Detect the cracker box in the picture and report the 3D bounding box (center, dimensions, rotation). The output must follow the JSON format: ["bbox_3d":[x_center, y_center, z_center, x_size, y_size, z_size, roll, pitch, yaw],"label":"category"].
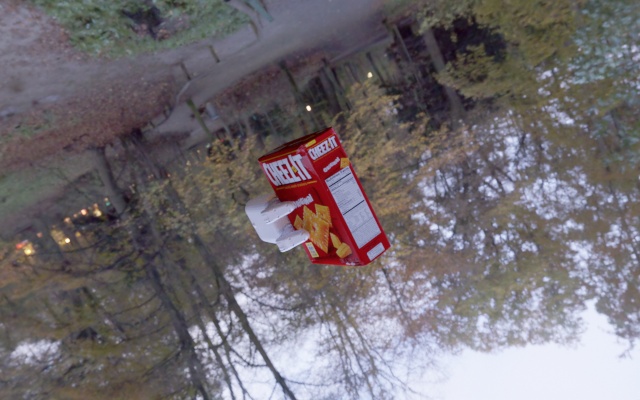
[{"bbox_3d":[0.000,0.003,0.783,0.072,0.214,0.164,-34,14,-29],"label":"cracker box"}]
